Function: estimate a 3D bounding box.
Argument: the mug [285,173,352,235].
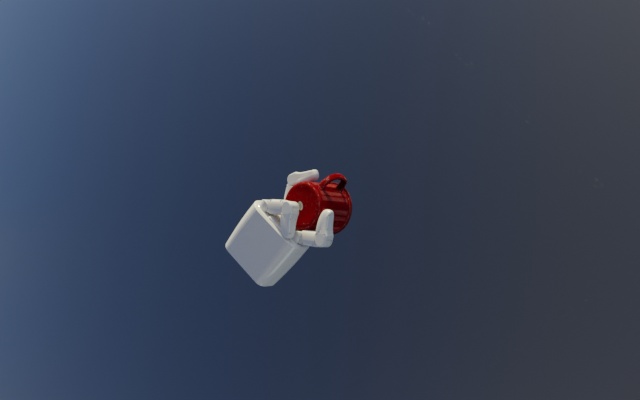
[{"bbox_3d":[0.001,0.002,0.804,0.081,0.117,0.093,6,39,-52],"label":"mug"}]
